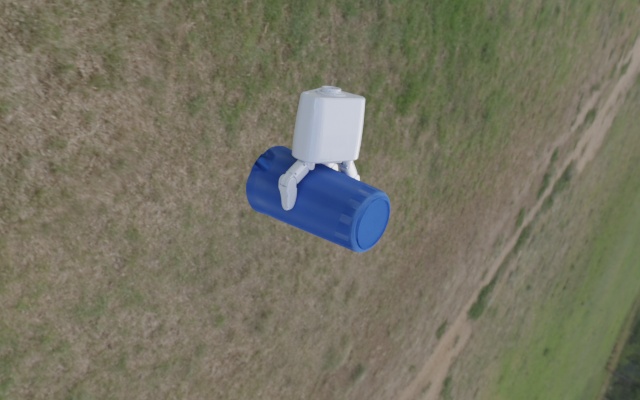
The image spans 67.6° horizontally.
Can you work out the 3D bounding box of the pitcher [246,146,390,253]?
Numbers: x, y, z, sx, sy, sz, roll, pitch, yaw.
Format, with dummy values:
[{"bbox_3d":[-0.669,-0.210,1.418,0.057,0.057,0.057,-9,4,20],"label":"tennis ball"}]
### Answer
[{"bbox_3d":[0.000,0.003,0.842,0.242,0.145,0.149,24,27,35],"label":"pitcher"}]
